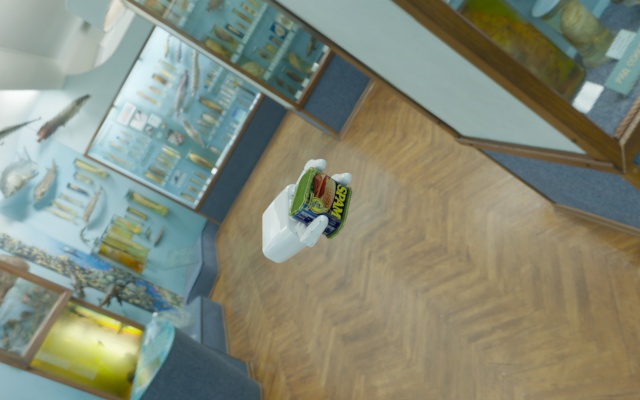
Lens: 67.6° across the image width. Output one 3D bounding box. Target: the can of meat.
[{"bbox_3d":[0.000,0.003,0.820,0.084,0.102,0.057,30,-40,-18],"label":"can of meat"}]
